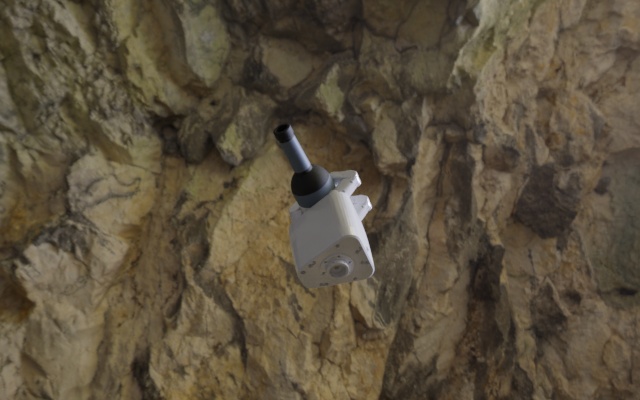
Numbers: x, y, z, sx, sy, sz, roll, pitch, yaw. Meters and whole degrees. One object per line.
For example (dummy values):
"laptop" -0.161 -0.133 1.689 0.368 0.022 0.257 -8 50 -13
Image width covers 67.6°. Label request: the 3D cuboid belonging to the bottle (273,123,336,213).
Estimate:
"bottle" 0.000 0.003 0.776 0.069 0.296 0.069 -18 36 14
